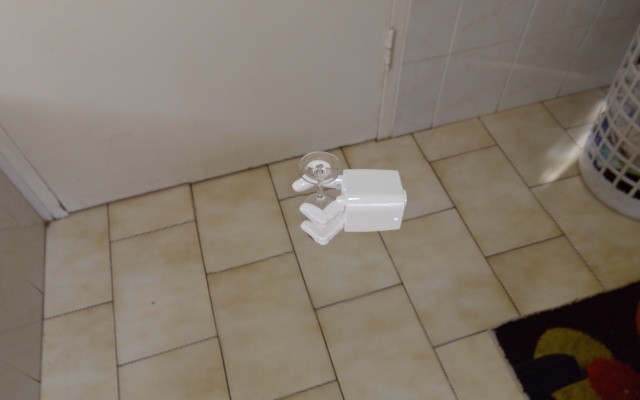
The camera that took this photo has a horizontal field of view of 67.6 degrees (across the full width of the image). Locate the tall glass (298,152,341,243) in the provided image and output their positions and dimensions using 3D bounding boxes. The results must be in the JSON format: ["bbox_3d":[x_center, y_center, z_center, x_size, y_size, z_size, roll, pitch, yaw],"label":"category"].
[{"bbox_3d":[0.000,0.002,0.897,0.079,0.079,0.201,0,-37,1],"label":"tall glass"}]
